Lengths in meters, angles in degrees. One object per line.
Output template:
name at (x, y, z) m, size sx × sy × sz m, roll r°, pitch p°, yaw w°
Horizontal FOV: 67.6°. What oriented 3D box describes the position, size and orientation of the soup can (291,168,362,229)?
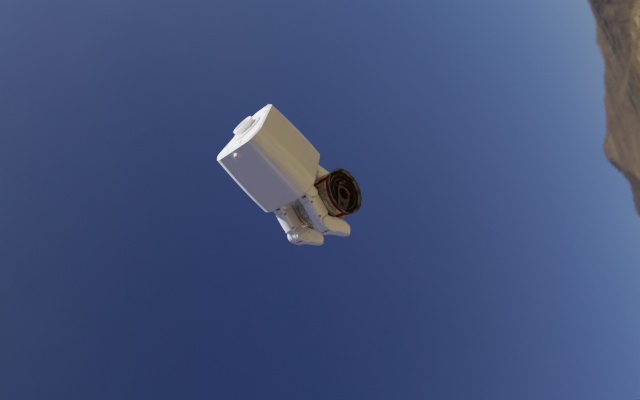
soup can at (0.000, 0.003, 0.703) m, size 0.102 × 0.068 × 0.068 m, roll -25°, pitch -16°, yaw 39°
